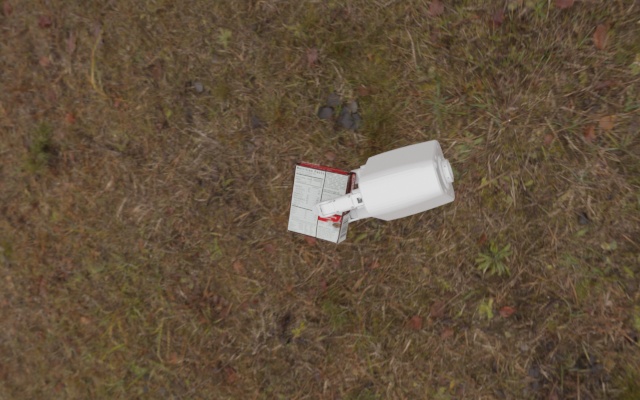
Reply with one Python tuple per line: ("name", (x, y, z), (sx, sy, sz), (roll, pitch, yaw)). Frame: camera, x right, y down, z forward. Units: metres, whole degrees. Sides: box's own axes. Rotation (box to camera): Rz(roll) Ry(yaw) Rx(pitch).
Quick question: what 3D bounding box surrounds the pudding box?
("pudding box", (0.000, 0.002, 0.737), (0.090, 0.113, 0.039), (14, 14, 19))
